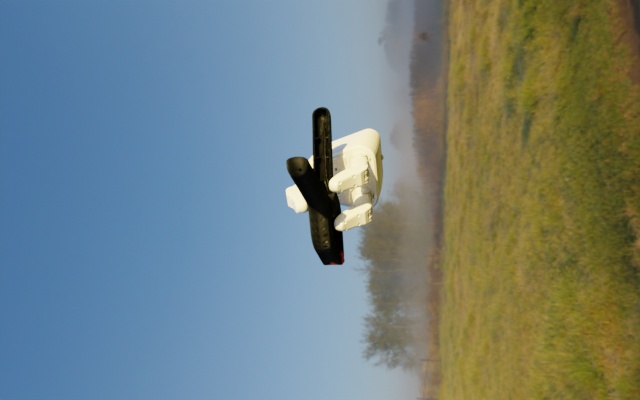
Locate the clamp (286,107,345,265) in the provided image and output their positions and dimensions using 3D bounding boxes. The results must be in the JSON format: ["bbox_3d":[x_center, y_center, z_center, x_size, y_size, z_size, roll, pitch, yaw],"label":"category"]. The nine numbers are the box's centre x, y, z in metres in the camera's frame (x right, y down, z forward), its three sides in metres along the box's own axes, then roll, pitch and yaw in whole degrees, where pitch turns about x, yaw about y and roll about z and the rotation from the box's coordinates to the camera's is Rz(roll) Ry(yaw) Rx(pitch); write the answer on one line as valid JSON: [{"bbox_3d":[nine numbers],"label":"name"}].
[{"bbox_3d":[-0.001,0.002,0.609,0.036,0.210,0.164,-2,23,15],"label":"clamp"}]
